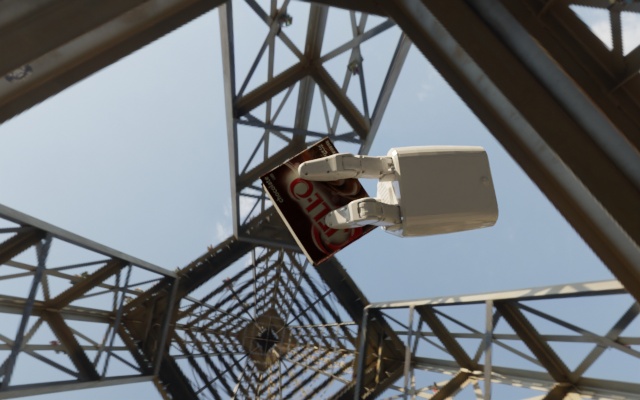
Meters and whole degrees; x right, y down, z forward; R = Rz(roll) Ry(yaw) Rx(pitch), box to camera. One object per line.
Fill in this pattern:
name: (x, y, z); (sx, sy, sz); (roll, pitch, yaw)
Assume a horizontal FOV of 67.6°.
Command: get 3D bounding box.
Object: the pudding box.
pudding box: (0.000, 0.002, 0.522); (0.090, 0.113, 0.039); (-32, -11, -12)
